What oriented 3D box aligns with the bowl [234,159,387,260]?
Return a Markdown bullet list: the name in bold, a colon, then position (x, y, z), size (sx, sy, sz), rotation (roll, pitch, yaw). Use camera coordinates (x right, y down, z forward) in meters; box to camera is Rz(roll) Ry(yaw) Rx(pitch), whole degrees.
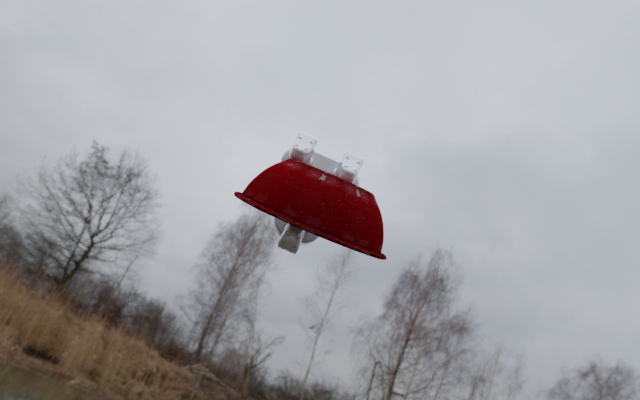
- **bowl**: position (0.001, 0.001, 0.469), size (0.162, 0.055, 0.162), rotation (23, 1, 0)
